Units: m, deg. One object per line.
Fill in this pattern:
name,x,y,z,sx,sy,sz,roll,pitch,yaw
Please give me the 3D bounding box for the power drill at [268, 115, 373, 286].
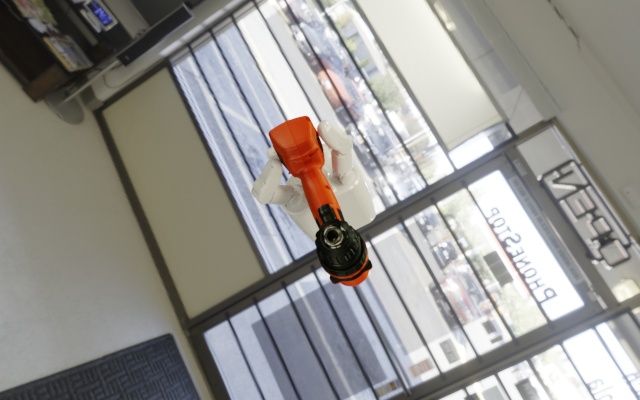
power drill,0.000,0.001,0.537,0.057,0.187,0.184,-21,-20,0
